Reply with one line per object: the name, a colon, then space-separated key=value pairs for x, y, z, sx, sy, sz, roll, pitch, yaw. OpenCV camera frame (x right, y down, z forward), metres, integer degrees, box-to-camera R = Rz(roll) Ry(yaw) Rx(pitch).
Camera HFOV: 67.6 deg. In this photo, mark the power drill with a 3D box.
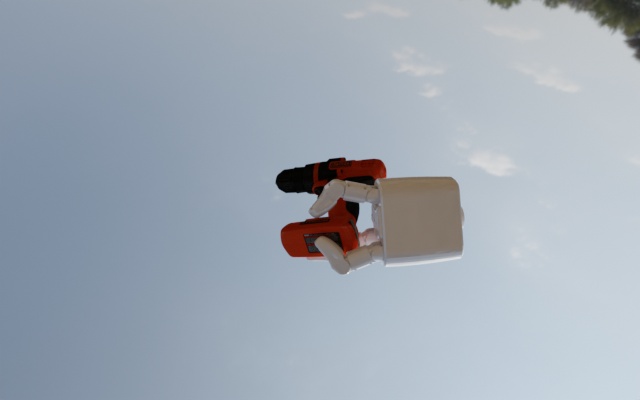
power drill: x=0.000 y=0.003 z=0.715 sx=0.184 sy=0.057 sz=0.187 roll=-6 pitch=37 yaw=19
